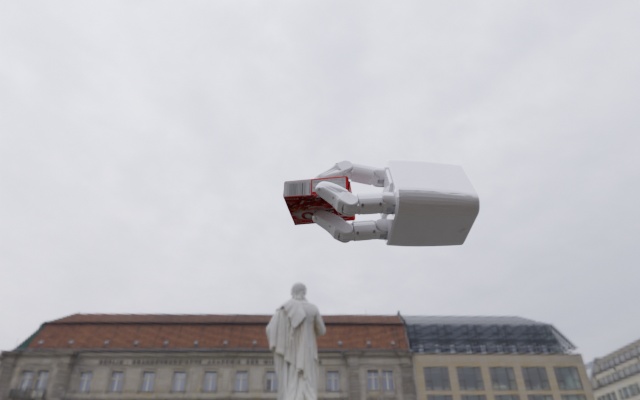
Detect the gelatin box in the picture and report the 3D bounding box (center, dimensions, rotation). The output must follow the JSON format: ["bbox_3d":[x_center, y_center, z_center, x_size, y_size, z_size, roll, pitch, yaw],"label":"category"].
[{"bbox_3d":[0.000,0.002,0.651,0.089,0.030,0.073,-4,-33,8],"label":"gelatin box"}]
